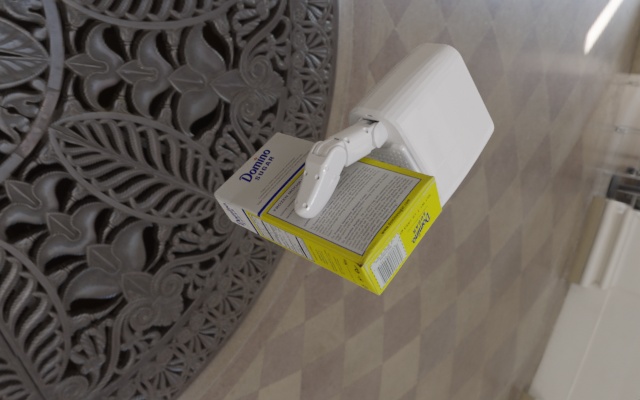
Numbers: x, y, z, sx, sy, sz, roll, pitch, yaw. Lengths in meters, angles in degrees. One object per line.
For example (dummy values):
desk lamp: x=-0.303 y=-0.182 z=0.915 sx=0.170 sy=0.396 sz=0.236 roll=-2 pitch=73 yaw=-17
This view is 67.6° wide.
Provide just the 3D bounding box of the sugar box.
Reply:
sugar box: x=0.000 y=0.002 z=0.404 sx=0.176 sy=0.048 sz=0.093 roll=20 pitch=59 yaw=41
